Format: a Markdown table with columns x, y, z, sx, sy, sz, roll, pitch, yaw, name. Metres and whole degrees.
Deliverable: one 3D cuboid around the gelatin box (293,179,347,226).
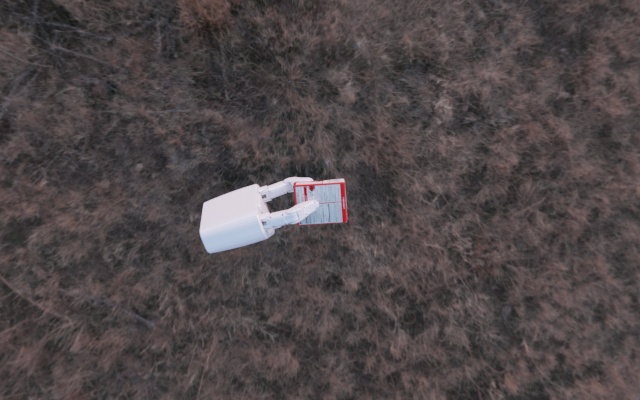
| x | y | z | sx | sy | sz | roll | pitch | yaw | name |
| --- | --- | --- | --- | --- | --- | --- | --- | --- | --- |
| 0.000 | 0.003 | 0.825 | 0.089 | 0.073 | 0.030 | -4 | 16 | 3 | gelatin box |
